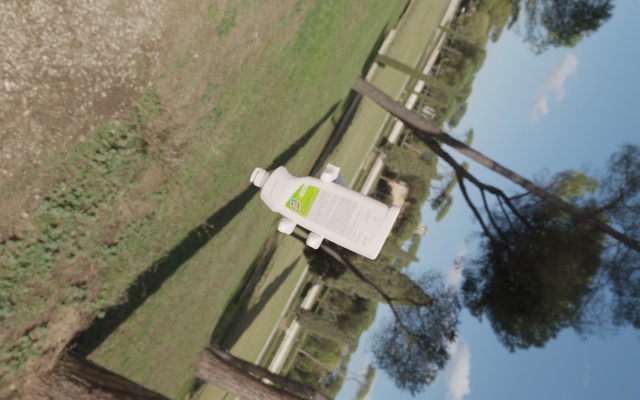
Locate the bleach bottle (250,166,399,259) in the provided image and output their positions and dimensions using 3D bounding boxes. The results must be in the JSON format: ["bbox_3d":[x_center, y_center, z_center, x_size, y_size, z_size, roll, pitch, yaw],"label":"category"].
[{"bbox_3d":[0.000,0.003,0.818,0.251,0.102,0.068,27,-4,6],"label":"bleach bottle"}]
